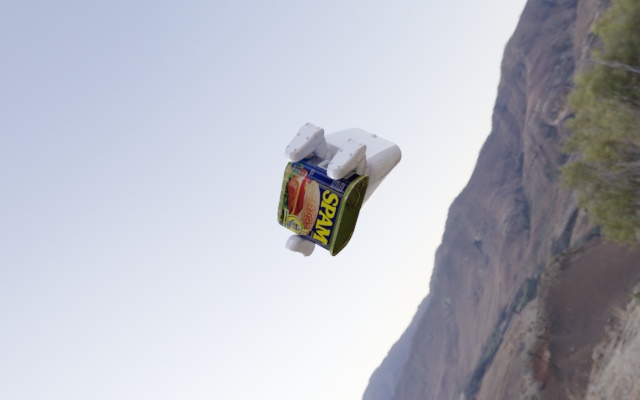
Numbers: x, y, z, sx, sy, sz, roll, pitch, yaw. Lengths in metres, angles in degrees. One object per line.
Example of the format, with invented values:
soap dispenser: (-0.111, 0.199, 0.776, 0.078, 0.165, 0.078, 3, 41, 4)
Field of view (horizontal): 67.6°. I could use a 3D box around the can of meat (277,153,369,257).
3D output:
can of meat: (0.000, 0.002, 0.563, 0.084, 0.102, 0.057, 27, 34, 20)
